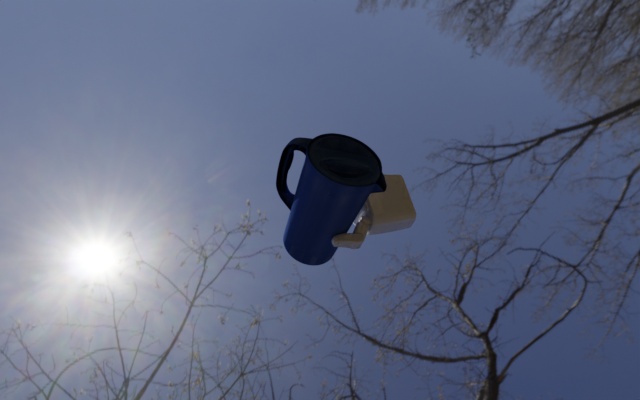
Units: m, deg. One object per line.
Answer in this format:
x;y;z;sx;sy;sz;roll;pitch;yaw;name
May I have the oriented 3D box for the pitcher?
0.000;0.003;0.873;0.145;0.149;0.243;-6;-40;-28;pitcher
